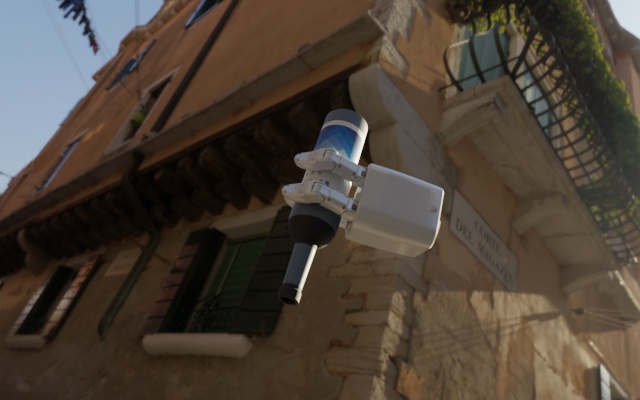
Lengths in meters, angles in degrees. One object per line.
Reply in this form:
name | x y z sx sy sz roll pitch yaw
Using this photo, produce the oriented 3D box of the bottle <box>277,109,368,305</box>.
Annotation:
bottle | 0.000 0.002 0.650 0.069 0.295 0.069 13 -33 9
